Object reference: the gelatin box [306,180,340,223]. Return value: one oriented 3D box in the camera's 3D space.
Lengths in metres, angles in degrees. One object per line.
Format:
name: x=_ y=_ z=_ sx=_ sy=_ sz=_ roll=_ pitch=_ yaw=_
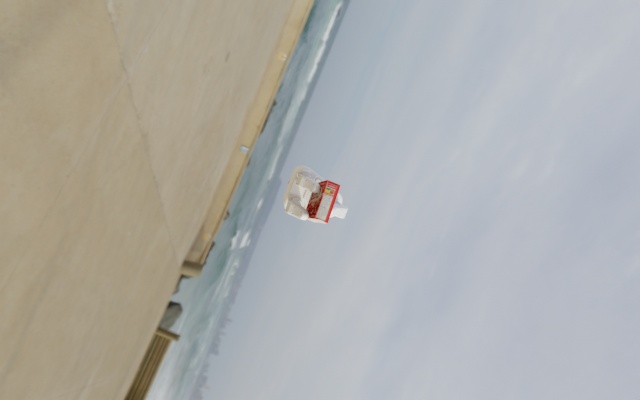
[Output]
gelatin box: x=0.001 y=0.003 z=0.878 sx=0.030 sy=0.073 sz=0.089 roll=21 pitch=-6 yaw=-14
